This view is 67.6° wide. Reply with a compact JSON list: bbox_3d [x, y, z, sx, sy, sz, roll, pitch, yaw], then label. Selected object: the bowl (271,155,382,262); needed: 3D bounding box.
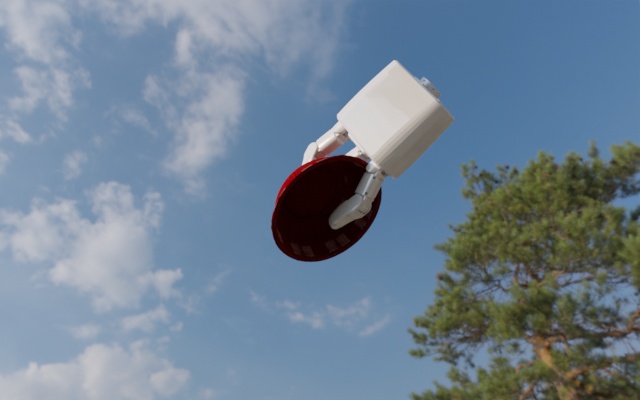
[{"bbox_3d":[-0.001,0.003,0.639,0.162,0.162,0.055,0,30,-32],"label":"bowl"}]
